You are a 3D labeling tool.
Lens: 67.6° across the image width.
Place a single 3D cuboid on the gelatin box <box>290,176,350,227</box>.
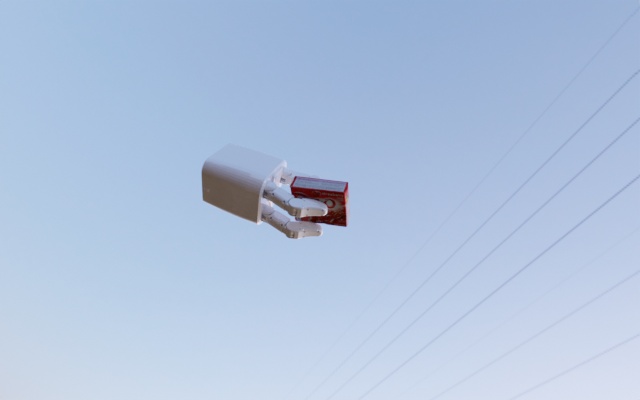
[{"bbox_3d":[0.001,0.002,0.750,0.089,0.073,0.030,7,42,14],"label":"gelatin box"}]
